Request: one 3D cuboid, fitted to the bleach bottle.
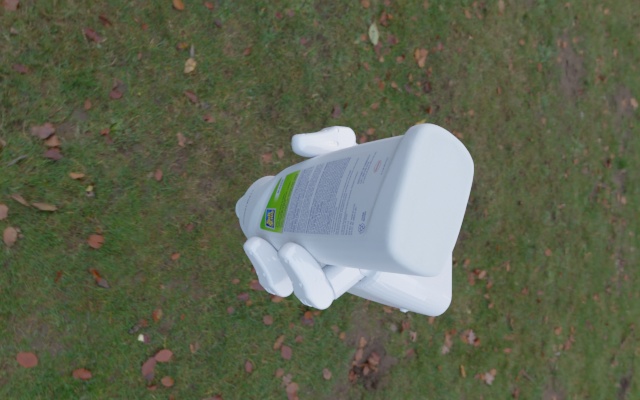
[{"bbox_3d":[0.000,0.001,0.409,0.068,0.102,0.251,29,-16,-33],"label":"bleach bottle"}]
